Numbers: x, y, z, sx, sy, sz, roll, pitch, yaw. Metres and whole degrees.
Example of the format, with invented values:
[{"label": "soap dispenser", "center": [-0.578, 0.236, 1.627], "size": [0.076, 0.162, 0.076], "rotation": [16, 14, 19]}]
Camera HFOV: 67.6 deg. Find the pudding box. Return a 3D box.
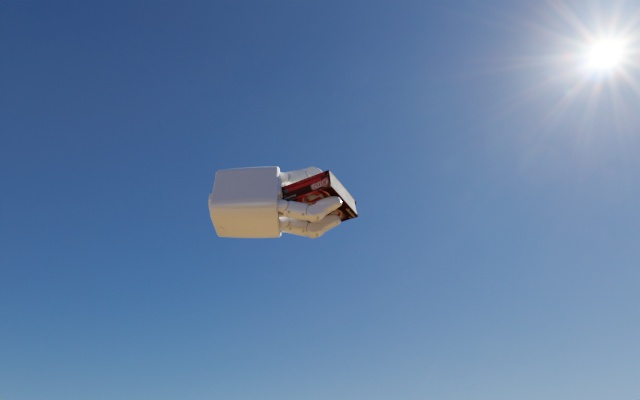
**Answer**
[{"label": "pudding box", "center": [0.000, 0.002, 0.801], "size": [0.090, 0.039, 0.113], "rotation": [-18, -33, 21]}]
